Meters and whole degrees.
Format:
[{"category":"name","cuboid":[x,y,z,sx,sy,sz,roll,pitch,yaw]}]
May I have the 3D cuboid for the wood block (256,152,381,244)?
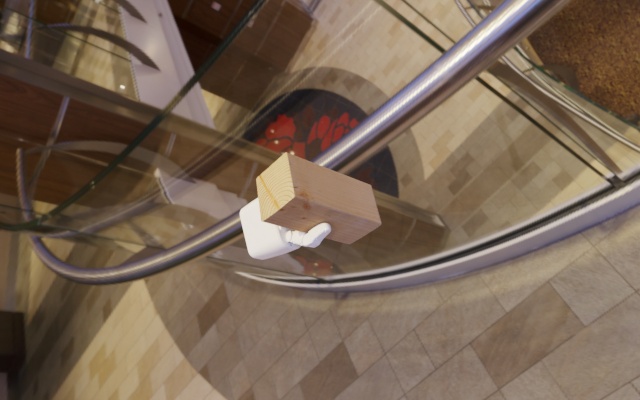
[{"category":"wood block","cuboid":[0.000,0.003,0.843,0.206,0.090,0.090,18,-41,-40]}]
